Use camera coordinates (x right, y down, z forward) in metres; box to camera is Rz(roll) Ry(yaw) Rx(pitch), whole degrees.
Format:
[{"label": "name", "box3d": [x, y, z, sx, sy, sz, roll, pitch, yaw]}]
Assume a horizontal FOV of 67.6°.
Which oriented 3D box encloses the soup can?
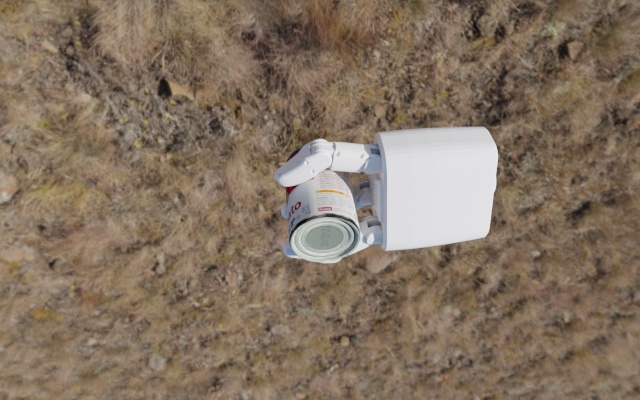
[{"label": "soup can", "box3d": [0.000, 0.002, 0.471, 0.068, 0.102, 0.069, -4, -44, -4]}]
